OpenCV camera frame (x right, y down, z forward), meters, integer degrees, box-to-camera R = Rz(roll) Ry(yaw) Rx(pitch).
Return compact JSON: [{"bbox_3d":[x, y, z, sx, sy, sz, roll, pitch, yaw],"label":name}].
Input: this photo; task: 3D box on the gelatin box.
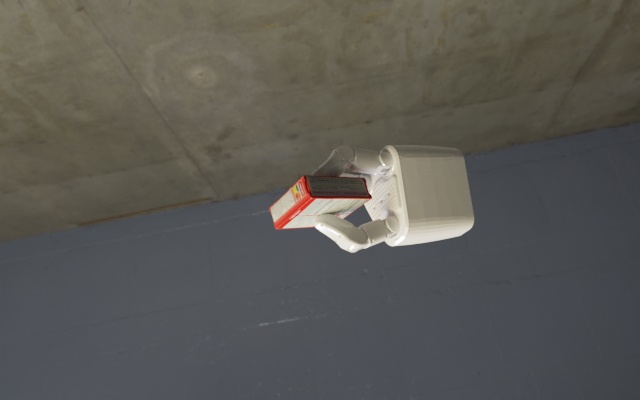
[{"bbox_3d":[0.000,0.002,0.526,0.089,0.030,0.073,-1,-27,-39],"label":"gelatin box"}]
